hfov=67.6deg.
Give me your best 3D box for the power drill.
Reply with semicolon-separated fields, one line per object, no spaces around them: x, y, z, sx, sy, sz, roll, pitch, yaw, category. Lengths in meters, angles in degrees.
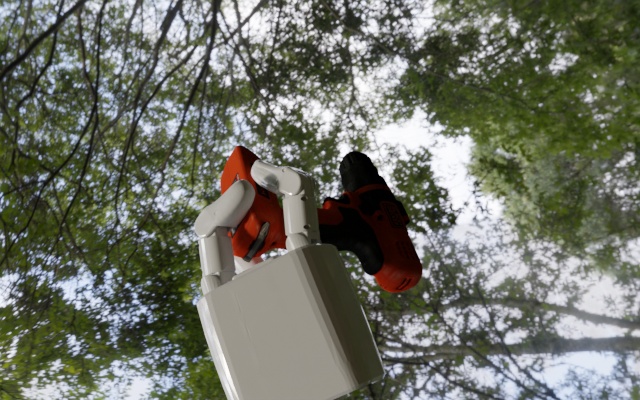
0.000;0.002;0.473;0.187;0.057;0.184;10;40;-28;power drill
